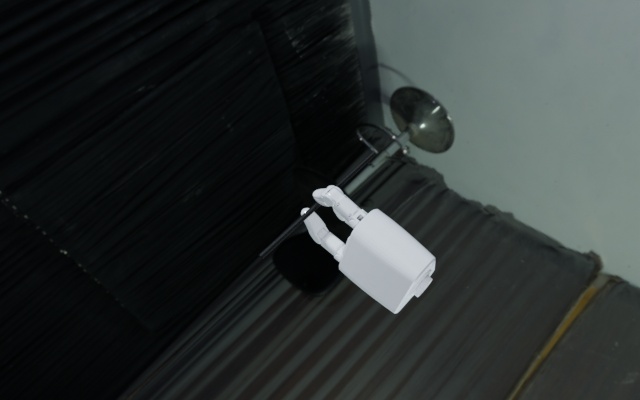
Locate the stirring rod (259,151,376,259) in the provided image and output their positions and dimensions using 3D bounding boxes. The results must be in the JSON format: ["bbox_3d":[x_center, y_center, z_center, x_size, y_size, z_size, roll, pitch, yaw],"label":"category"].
[{"bbox_3d":[0.000,0.002,0.702,0.239,0.011,0.011,-42,18,-21],"label":"stirring rod"}]
